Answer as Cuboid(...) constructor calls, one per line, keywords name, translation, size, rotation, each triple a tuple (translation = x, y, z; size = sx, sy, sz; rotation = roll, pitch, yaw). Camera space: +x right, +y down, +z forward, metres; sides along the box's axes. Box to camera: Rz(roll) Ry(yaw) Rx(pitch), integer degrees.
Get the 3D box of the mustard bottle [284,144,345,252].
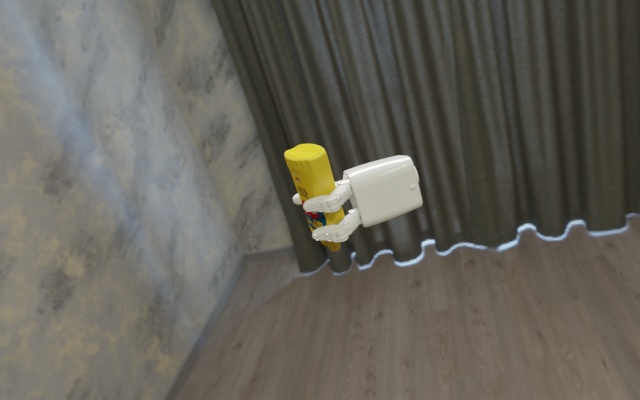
Cuboid(name="mustard bottle", translation=(0.000, 0.003, 0.809), size=(0.058, 0.192, 0.096), rotation=(-29, 26, -22))
